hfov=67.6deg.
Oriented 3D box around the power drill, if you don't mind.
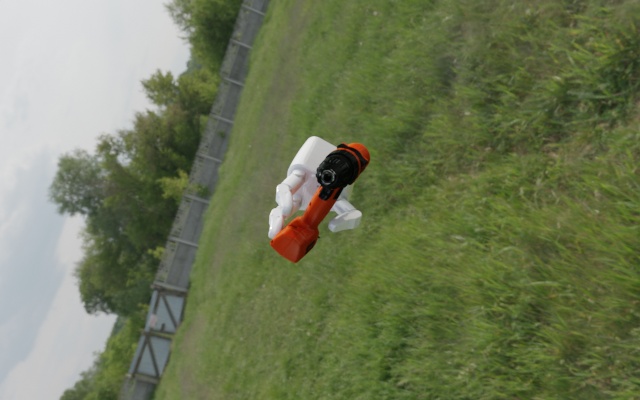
[{"bbox_3d":[0.000,0.003,0.710,0.057,0.188,0.184,38,21,7],"label":"power drill"}]
